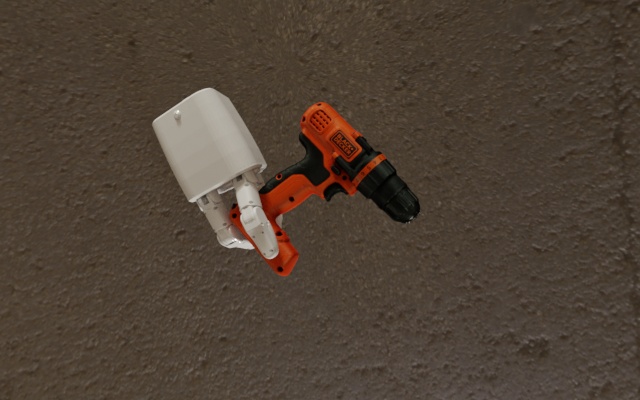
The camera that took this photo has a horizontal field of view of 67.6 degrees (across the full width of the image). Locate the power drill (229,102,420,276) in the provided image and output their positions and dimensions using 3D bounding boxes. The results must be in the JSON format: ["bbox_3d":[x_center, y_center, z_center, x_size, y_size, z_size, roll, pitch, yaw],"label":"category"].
[{"bbox_3d":[0.000,0.002,0.577,0.187,0.184,0.057,-43,-11,0],"label":"power drill"}]
